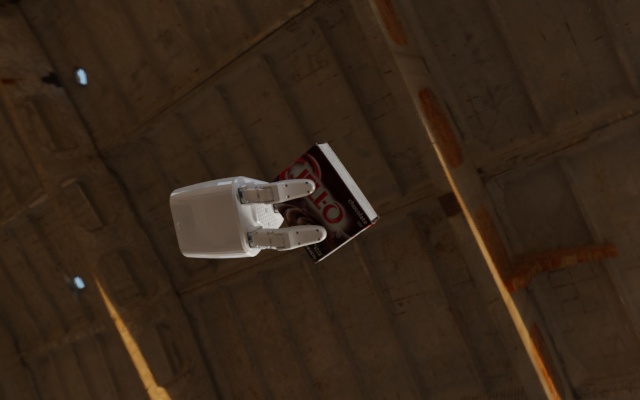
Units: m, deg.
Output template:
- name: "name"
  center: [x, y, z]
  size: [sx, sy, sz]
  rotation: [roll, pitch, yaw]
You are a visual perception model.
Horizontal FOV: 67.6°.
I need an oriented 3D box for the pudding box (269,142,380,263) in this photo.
- name: "pudding box"
  center: [0.000, 0.002, 0.560]
  size: [0.090, 0.113, 0.039]
  rotation: [-38, -3, 26]
